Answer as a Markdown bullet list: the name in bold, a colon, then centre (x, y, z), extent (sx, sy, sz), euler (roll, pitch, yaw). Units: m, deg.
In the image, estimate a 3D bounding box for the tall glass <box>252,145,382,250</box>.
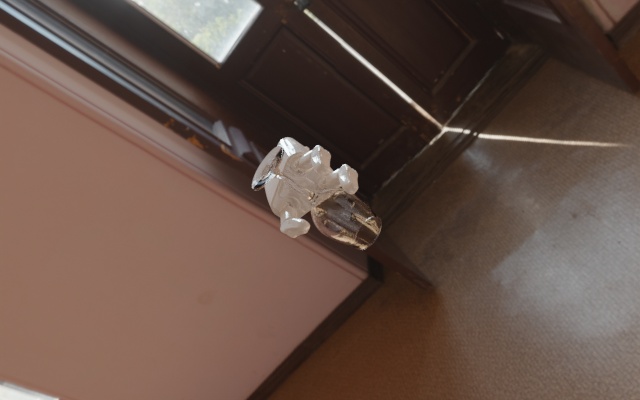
- **tall glass**: centre (0.000, 0.002, 0.717), extent (0.201, 0.079, 0.079), euler (33, -16, -25)
